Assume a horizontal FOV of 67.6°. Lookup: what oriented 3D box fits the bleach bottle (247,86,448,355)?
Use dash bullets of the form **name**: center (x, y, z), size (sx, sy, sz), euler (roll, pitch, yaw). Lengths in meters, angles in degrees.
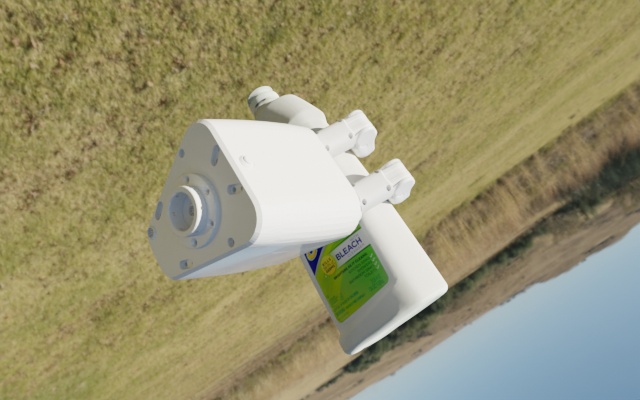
- **bleach bottle**: center (0.000, 0.001, 0.431), size (0.103, 0.250, 0.068), euler (-46, -23, 30)
